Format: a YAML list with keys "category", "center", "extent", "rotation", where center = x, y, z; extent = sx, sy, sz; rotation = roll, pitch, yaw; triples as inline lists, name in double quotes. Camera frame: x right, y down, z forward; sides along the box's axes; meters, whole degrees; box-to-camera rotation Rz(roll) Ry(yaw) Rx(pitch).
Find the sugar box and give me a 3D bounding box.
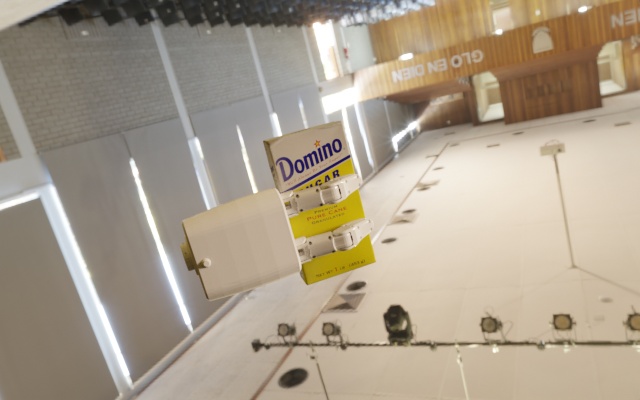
- category: "sugar box"
  center: [0.000, 0.002, 0.570]
  extent: [0.093, 0.176, 0.048]
  rotation: [-18, 14, -11]
